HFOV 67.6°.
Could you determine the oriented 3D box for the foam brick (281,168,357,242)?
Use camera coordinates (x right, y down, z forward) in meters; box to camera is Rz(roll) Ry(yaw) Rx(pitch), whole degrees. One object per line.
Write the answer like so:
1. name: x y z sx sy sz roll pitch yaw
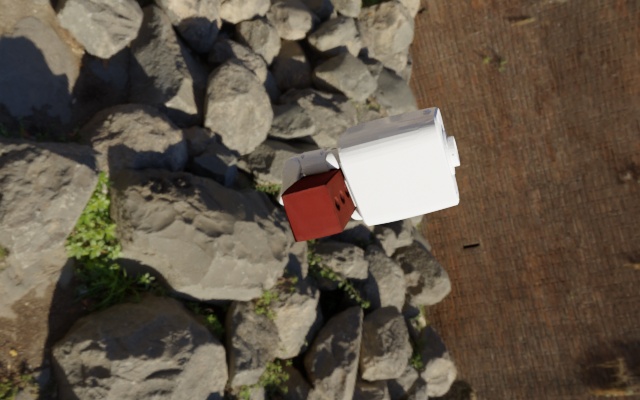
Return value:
1. foam brick: 0.000 0.002 0.502 0.051 0.053 0.078 -13 15 19
